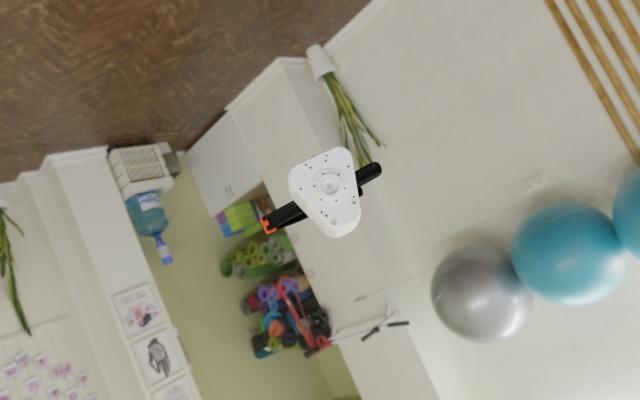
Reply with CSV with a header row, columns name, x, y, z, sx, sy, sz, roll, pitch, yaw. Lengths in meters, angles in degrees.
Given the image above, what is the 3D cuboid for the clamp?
name,x,y,z,sx,sy,sz,roll,pitch,yaw
clamp,0.000,0.004,0.816,0.210,0.036,0.164,-25,-10,-4
